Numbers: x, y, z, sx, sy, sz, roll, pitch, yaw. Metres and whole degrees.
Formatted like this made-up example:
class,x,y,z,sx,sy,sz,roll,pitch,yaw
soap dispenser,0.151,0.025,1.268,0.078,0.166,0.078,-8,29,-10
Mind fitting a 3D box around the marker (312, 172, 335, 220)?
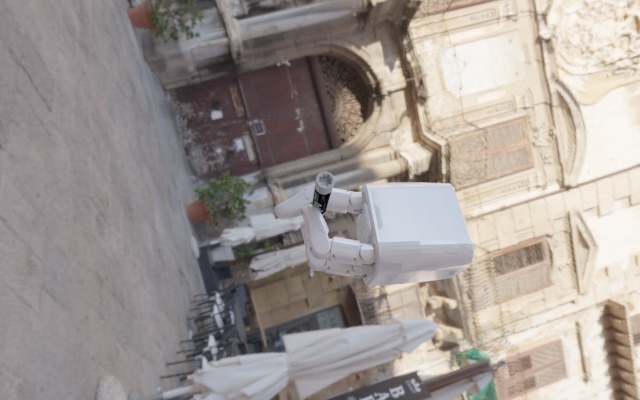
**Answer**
class,x,y,z,sx,sy,sz,roll,pitch,yaw
marker,0.000,0.002,0.519,0.020,0.020,0.121,0,-21,-5
